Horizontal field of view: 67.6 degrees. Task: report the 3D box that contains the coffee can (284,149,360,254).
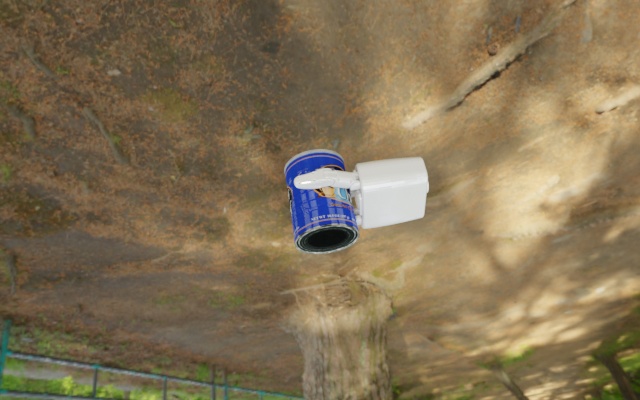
[{"bbox_3d":[0.000,0.002,0.776,0.103,0.140,0.103,-8,-29,-4],"label":"coffee can"}]
